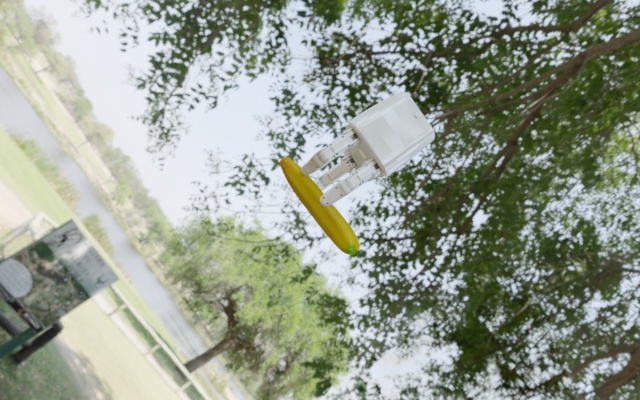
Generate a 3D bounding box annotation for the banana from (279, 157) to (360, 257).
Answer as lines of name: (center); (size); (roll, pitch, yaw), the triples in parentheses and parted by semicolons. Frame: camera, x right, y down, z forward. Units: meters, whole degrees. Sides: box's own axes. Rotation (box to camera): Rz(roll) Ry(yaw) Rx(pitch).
banana: (0.004, 0.013, 0.722); (0.037, 0.197, 0.070); (-35, -25, -11)
